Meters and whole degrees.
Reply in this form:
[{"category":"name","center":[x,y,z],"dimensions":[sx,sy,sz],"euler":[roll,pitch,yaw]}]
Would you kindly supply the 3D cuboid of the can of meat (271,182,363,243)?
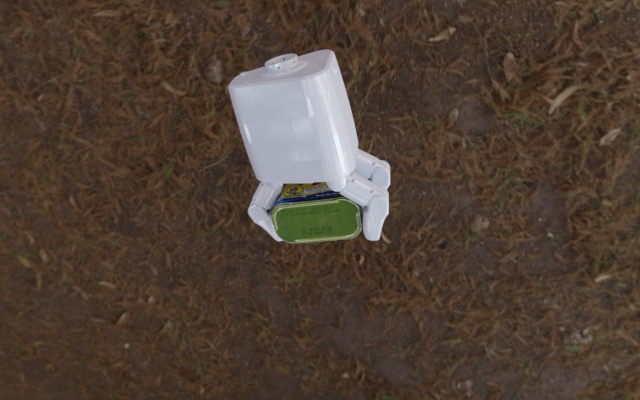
[{"category":"can of meat","center":[0.000,0.002,0.541],"dimensions":[0.102,0.057,0.084],"euler":[-6,30,11]}]
